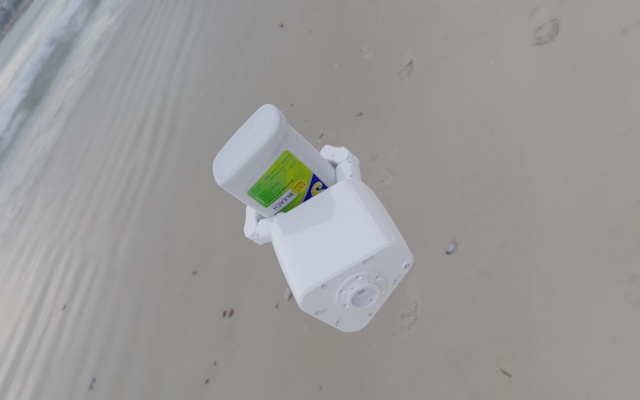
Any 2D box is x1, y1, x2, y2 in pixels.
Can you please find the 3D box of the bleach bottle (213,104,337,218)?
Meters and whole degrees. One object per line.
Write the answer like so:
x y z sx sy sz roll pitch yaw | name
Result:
0.000 0.002 0.564 0.251 0.102 0.068 36 16 -36 | bleach bottle
